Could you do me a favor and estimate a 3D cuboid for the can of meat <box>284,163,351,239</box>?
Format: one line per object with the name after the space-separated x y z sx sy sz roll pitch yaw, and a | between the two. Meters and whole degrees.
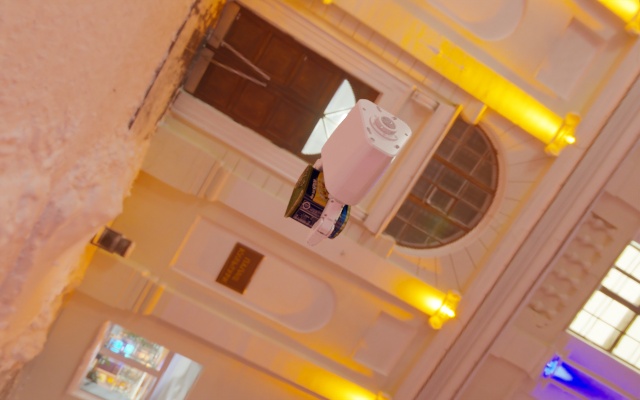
0.000 0.003 0.740 0.084 0.057 0.102 29 37 -11 | can of meat
